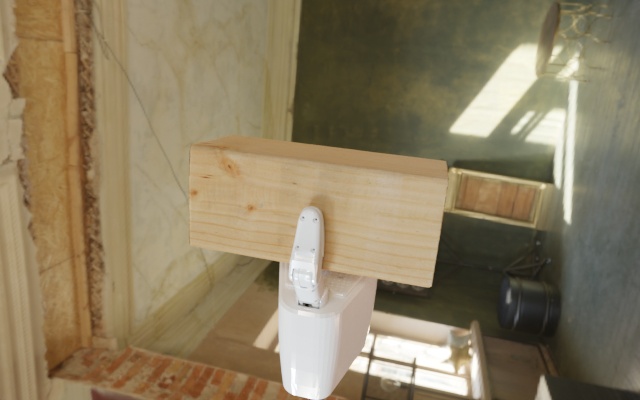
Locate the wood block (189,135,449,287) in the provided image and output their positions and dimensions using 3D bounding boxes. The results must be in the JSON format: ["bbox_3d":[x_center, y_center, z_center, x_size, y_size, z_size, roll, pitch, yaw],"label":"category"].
[{"bbox_3d":[0.000,0.002,0.418,0.206,0.090,0.090,8,16,11],"label":"wood block"}]
